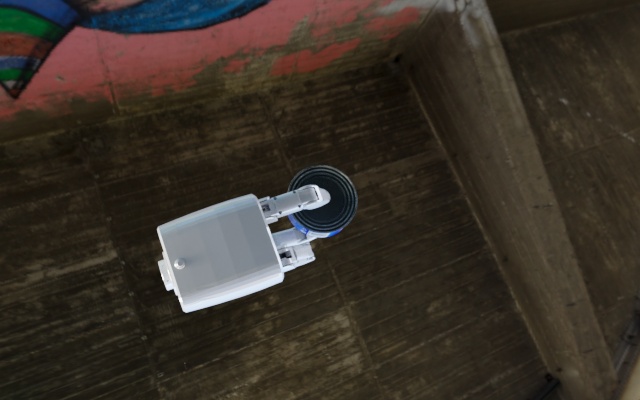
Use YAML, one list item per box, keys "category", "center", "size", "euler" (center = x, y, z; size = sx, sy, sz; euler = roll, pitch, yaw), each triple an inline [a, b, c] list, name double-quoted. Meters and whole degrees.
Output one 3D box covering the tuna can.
- category: "tuna can"
  center: [0.000, 0.002, 0.588]
  size: [0.086, 0.086, 0.034]
  euler: [0, -16, -10]
